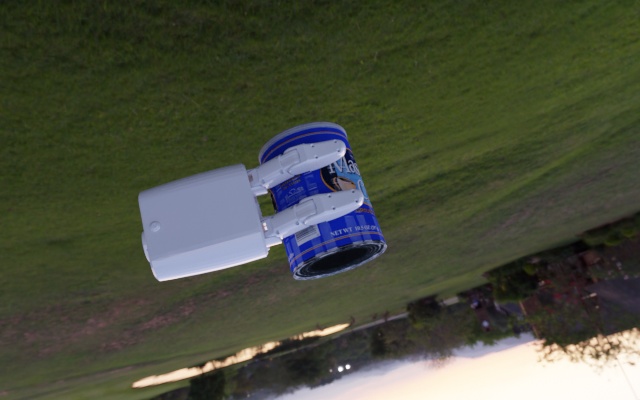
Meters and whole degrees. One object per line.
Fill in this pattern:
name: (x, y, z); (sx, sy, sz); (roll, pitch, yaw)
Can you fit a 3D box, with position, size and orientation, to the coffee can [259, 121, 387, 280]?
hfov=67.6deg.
coffee can: (0.000, 0.002, 0.516); (0.103, 0.140, 0.103); (-16, -20, -6)
